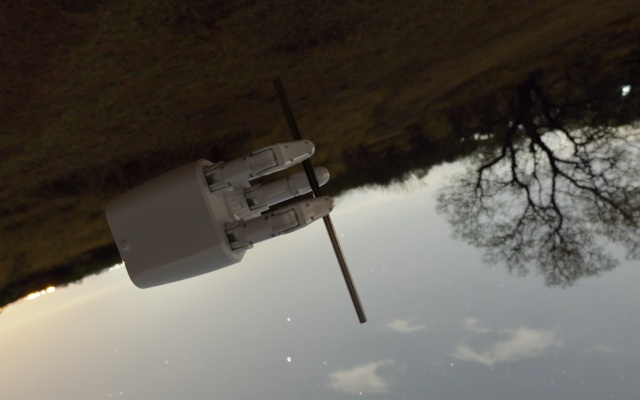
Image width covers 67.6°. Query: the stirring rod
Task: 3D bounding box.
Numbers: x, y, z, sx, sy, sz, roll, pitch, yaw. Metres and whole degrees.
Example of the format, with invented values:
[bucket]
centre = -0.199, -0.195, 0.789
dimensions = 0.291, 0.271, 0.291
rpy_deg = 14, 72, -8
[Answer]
[stirring rod]
centre = 0.000, 0.001, 0.446
dimensions = 0.011, 0.239, 0.011
rpy_deg = -20, 2, 1
